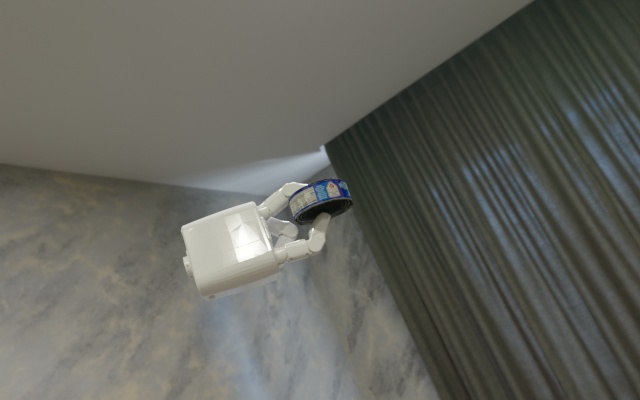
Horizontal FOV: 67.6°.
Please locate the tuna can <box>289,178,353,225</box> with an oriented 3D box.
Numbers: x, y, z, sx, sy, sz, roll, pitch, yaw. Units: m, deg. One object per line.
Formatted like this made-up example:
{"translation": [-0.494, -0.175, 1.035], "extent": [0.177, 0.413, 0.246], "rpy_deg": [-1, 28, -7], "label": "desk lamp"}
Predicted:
{"translation": [0.000, 0.002, 0.664], "extent": [0.086, 0.033, 0.086], "rpy_deg": [-17, -18, -6], "label": "tuna can"}
